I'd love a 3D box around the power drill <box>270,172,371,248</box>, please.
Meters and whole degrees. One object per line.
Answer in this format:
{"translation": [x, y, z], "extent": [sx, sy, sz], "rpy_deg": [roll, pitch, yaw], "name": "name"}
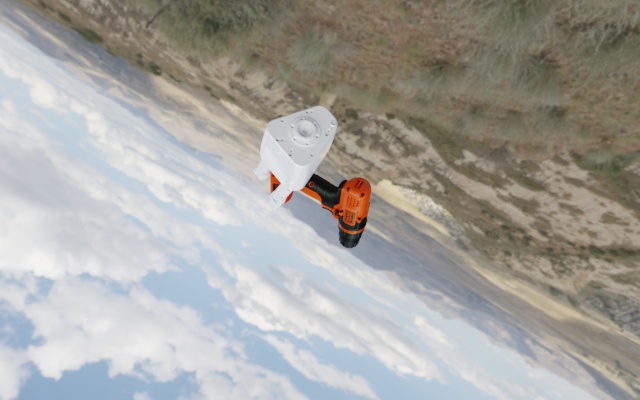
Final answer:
{"translation": [0.000, 0.003, 0.884], "extent": [0.187, 0.057, 0.185], "rpy_deg": [22, -38, 12], "name": "power drill"}
